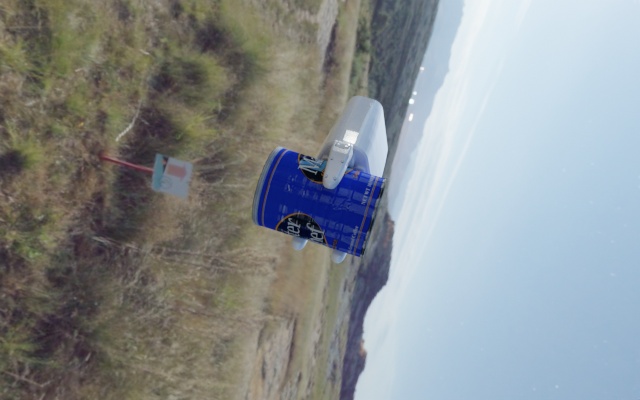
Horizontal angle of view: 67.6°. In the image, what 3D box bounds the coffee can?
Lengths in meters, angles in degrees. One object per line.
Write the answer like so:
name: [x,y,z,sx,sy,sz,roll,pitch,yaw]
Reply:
coffee can: [0.000,0.002,0.588,0.140,0.103,0.103,17,2,7]
